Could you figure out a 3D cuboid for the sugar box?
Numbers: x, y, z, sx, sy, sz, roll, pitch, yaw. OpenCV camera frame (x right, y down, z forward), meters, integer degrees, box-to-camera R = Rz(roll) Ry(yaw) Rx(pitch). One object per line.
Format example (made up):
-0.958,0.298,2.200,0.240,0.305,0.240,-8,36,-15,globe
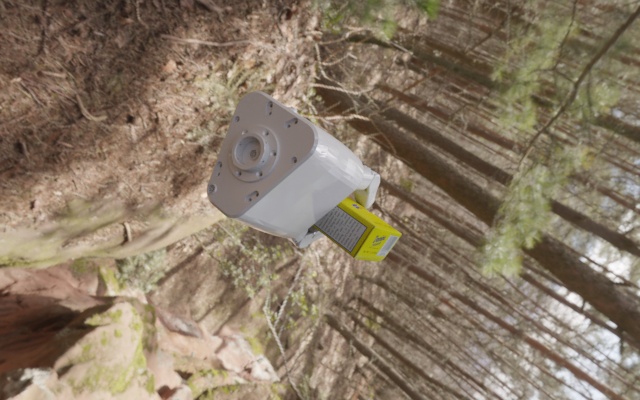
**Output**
0.000,0.001,0.545,0.176,0.048,0.093,38,9,26,sugar box
